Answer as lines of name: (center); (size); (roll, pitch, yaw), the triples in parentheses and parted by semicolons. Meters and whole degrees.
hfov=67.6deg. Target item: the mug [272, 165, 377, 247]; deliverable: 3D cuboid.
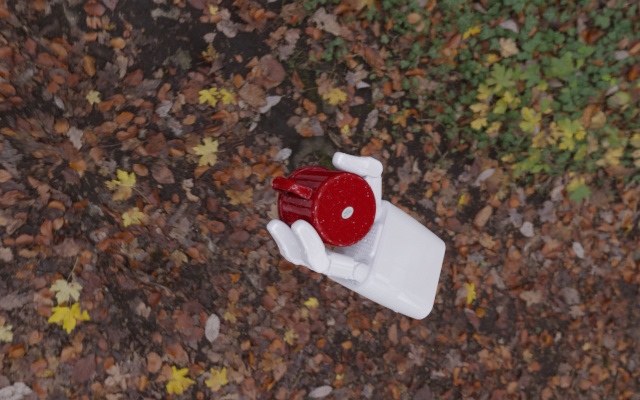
mug: (-0.001, 0.001, 0.533); (0.117, 0.093, 0.081); (29, -9, -28)
